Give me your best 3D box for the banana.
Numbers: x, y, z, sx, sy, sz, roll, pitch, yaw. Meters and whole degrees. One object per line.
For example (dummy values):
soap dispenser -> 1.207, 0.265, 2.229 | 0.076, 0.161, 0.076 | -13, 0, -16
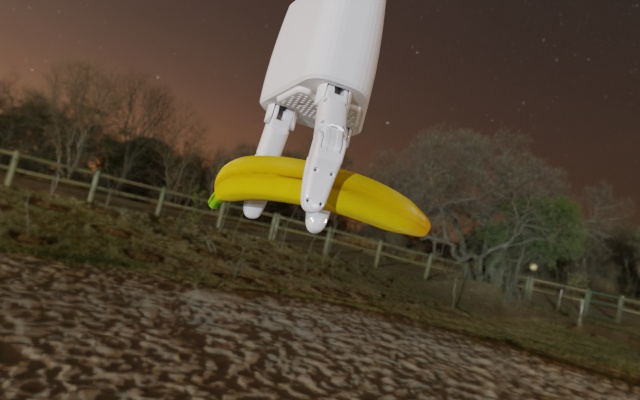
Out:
banana -> -0.005, -0.006, 0.395 | 0.198, 0.037, 0.070 | 9, -21, 9
